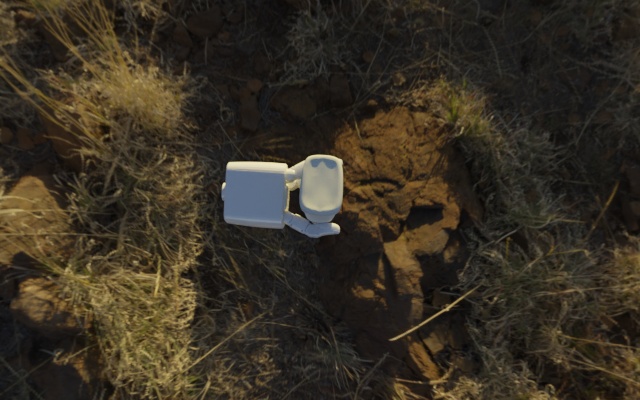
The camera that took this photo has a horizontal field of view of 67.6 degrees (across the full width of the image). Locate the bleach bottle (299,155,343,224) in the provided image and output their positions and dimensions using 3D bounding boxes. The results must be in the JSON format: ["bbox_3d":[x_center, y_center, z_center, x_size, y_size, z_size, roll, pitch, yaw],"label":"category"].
[{"bbox_3d":[0.000,0.003,0.863,0.068,0.102,0.251,4,-14,0],"label":"bleach bottle"}]
